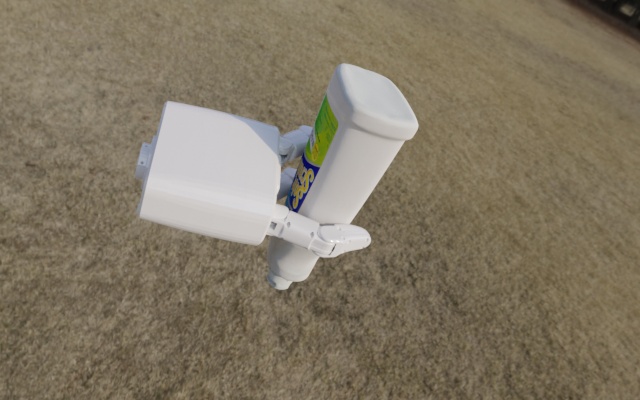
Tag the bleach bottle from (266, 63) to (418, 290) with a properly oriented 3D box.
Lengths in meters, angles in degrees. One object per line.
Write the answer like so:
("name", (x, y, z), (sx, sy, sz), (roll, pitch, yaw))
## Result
("bleach bottle", (0.000, 0.001, 0.469), (0.068, 0.251, 0.102), (13, 35, -19))
